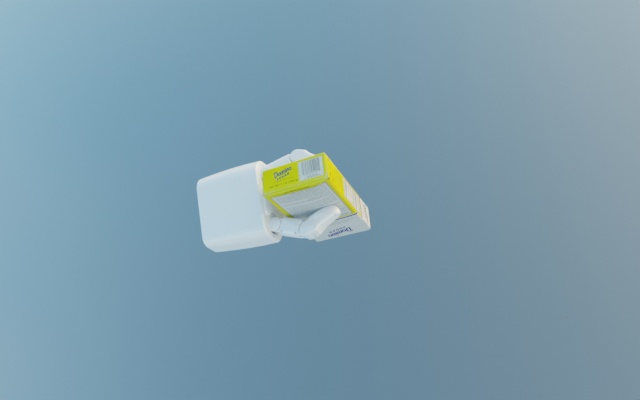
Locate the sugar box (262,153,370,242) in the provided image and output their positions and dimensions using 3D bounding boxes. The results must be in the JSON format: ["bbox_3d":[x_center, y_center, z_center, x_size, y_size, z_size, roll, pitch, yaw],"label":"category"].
[{"bbox_3d":[0.000,0.002,0.679,0.093,0.048,0.176,-14,-27,18],"label":"sugar box"}]
